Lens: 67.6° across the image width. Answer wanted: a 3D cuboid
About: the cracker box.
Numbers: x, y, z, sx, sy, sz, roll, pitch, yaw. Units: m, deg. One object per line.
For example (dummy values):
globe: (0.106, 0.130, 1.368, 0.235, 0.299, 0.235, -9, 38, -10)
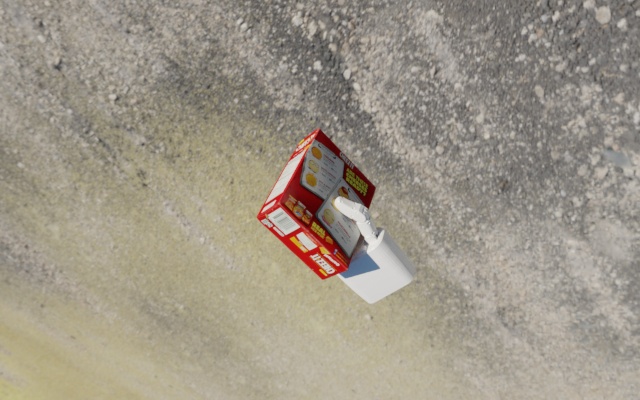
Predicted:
cracker box: (0.000, 0.003, 0.830, 0.072, 0.164, 0.213, -29, 25, 38)
